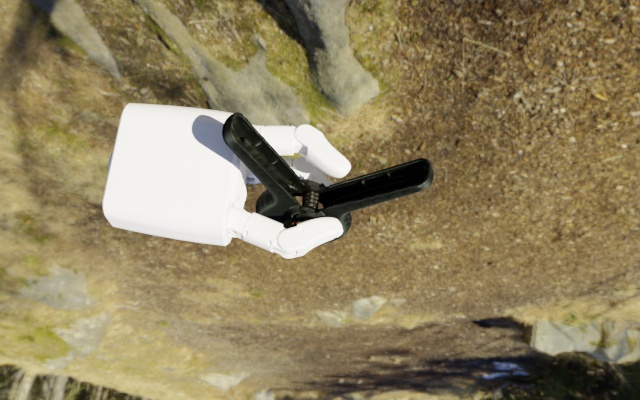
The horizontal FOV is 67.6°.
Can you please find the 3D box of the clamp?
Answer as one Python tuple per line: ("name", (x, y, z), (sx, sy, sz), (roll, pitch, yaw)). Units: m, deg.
("clamp", (0.000, 0.002, 0.438), (0.164, 0.036, 0.210), (11, -27, 0))
